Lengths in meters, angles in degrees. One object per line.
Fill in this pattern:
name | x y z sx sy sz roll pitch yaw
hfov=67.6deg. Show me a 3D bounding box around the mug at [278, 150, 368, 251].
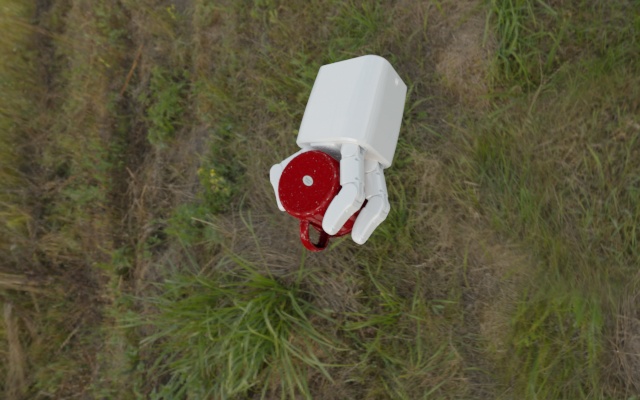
mug | 0.000 0.003 0.568 0.093 0.117 0.081 7 -12 33
